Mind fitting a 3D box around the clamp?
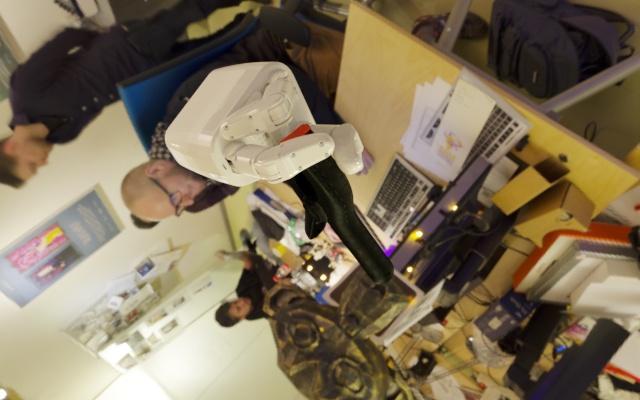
[{"bbox_3d":[0.000,0.002,0.451,0.039,0.172,0.120,-44,36,-25],"label":"clamp"}]
